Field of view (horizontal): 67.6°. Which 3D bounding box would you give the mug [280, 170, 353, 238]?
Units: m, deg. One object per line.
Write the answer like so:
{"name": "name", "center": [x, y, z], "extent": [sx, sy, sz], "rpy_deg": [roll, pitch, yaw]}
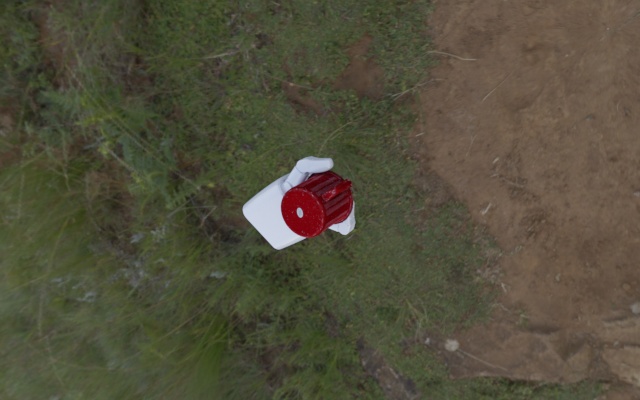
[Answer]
{"name": "mug", "center": [0.001, 0.002, 0.734], "extent": [0.117, 0.093, 0.081], "rpy_deg": [-31, 0, 37]}
